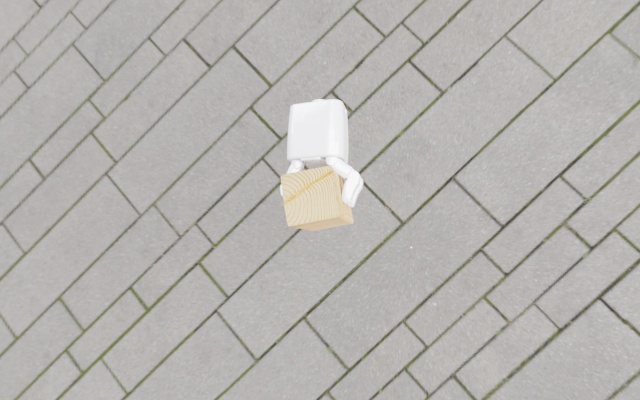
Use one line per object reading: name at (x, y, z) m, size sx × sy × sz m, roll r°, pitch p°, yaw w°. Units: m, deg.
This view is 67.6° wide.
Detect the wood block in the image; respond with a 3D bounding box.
wood block at (0.000, 0.003, 0.887) m, size 0.091 × 0.090 × 0.206 m, roll -10°, pitch -8°, yaw 10°
